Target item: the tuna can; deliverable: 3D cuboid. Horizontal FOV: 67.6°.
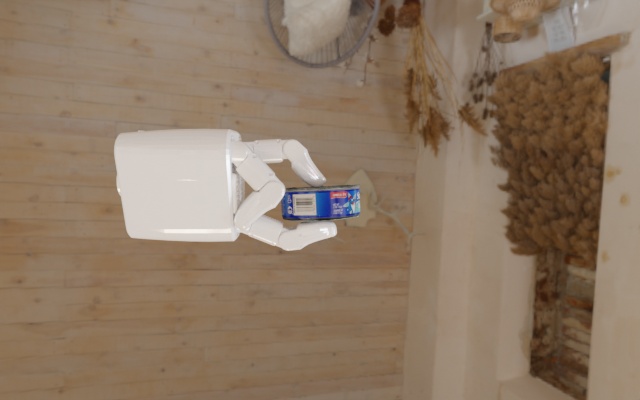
[{"bbox_3d":[0.000,0.002,0.514,0.086,0.034,0.086,-3,3,0],"label":"tuna can"}]
